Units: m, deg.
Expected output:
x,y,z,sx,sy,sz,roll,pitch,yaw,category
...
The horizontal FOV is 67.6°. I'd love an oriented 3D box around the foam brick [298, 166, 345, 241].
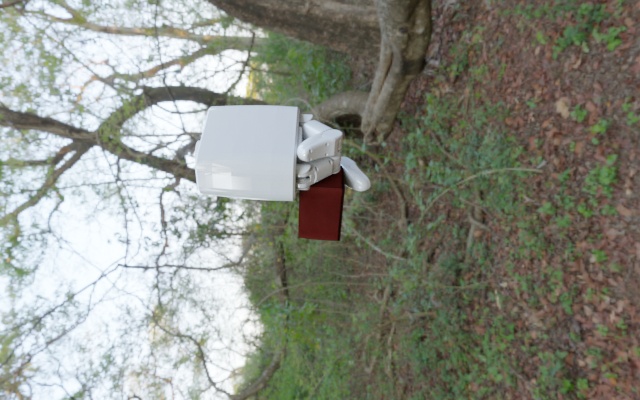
x,y,z,sx,sy,sz,roll,pitch,yaw,category
0.000,0.002,0.573,0.051,0.078,0.053,2,34,-2,foam brick
